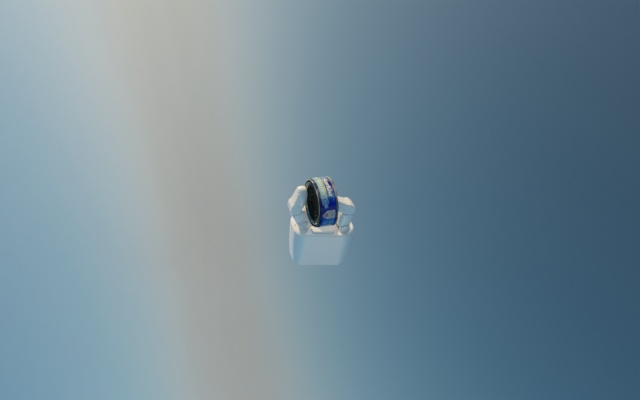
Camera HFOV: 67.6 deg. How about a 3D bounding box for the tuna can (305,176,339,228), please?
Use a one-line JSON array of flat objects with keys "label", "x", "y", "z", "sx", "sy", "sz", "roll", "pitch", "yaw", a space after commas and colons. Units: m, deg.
[{"label": "tuna can", "x": 0.000, "y": 0.003, "z": 0.811, "sx": 0.034, "sy": 0.086, "sz": 0.086, "roll": -8, "pitch": 2, "yaw": -18}]
